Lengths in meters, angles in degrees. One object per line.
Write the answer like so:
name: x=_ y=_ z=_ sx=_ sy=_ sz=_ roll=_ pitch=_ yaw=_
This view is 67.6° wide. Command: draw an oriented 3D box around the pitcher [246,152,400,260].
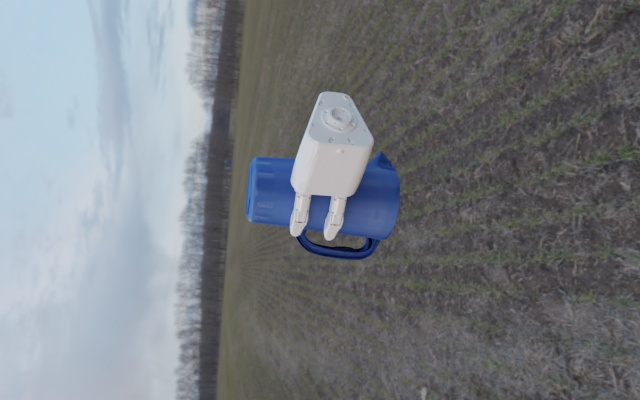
pitcher: x=0.000 y=0.002 z=0.801 sx=0.243 sy=0.149 sz=0.145 roll=5 pitch=-34 yaw=-12
